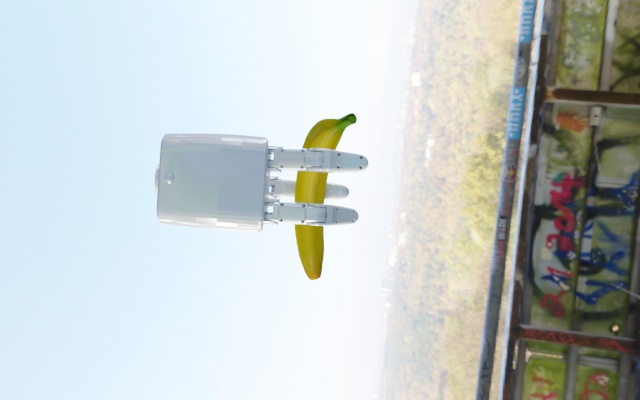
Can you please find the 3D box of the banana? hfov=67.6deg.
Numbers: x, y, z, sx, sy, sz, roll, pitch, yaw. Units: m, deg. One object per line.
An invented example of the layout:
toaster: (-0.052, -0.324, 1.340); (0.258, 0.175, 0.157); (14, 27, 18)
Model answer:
banana: (-0.006, -0.009, 0.538); (0.037, 0.198, 0.069); (1, 23, -22)
